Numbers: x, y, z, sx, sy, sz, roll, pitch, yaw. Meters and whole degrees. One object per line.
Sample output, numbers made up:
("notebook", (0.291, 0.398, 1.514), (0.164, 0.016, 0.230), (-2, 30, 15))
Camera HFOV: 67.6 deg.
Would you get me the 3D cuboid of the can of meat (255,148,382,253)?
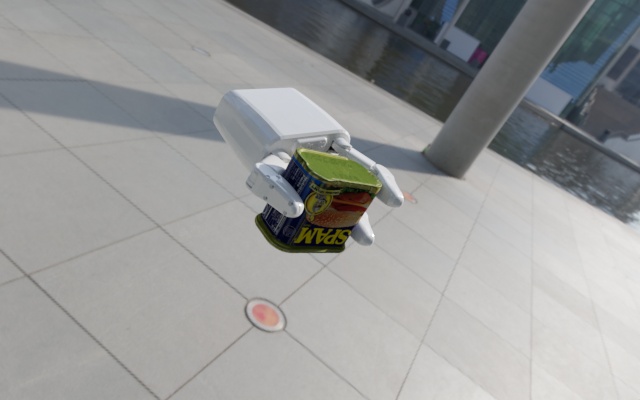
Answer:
("can of meat", (0.000, 0.001, 0.464), (0.102, 0.084, 0.057), (6, 33, -44))
